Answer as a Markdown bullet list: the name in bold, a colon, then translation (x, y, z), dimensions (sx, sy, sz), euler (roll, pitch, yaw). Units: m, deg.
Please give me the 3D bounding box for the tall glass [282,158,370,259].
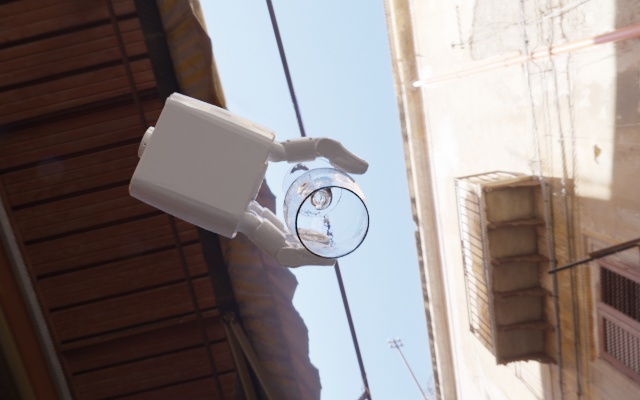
- **tall glass**: translation (0.000, 0.001, 0.485), dimensions (0.079, 0.079, 0.201), euler (0, 10, -6)
